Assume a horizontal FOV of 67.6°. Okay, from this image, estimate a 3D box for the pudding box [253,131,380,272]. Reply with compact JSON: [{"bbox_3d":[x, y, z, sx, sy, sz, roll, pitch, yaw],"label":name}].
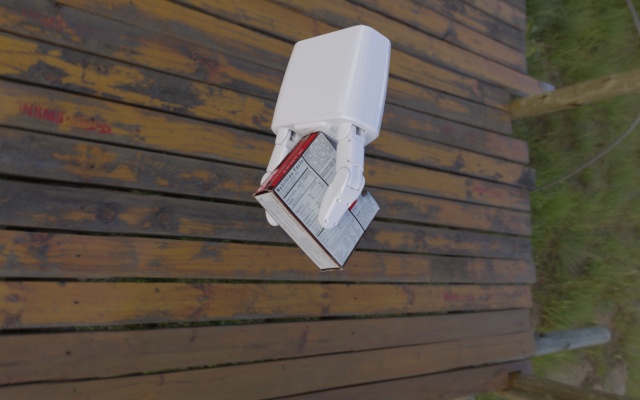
[{"bbox_3d":[0.000,0.002,0.479,0.039,0.113,0.090,-13,34,53],"label":"pudding box"}]
